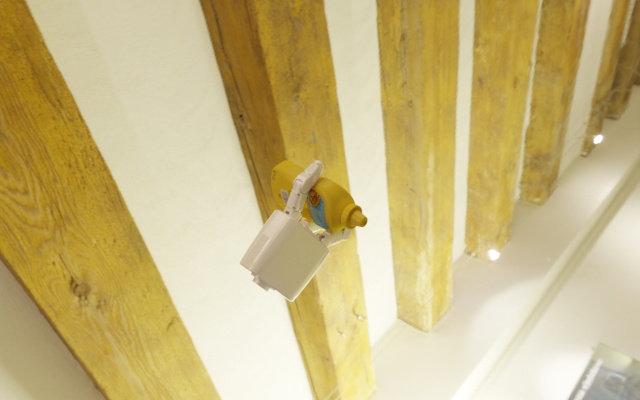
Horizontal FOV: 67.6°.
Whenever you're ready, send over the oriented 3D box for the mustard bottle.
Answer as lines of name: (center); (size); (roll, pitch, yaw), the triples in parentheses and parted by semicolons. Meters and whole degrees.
mustard bottle: (0.000, 0.002, 0.800); (0.191, 0.096, 0.058); (25, 49, 38)
